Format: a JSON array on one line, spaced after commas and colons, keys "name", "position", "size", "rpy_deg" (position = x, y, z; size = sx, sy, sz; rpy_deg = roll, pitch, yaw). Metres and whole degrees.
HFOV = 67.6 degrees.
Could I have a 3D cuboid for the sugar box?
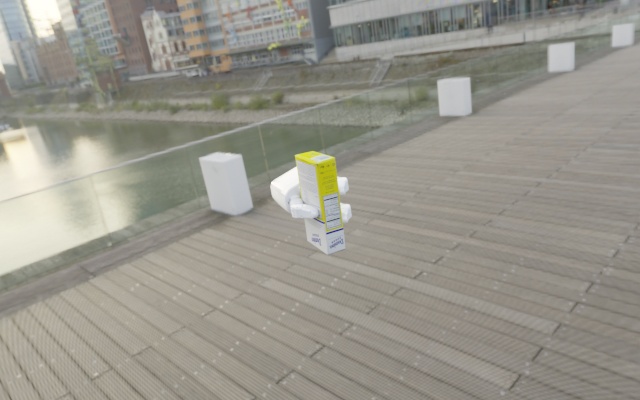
[{"name": "sugar box", "position": [0.001, 0.003, 0.889], "size": [0.048, 0.176, 0.093], "rpy_deg": [-18, 21, -22]}]
